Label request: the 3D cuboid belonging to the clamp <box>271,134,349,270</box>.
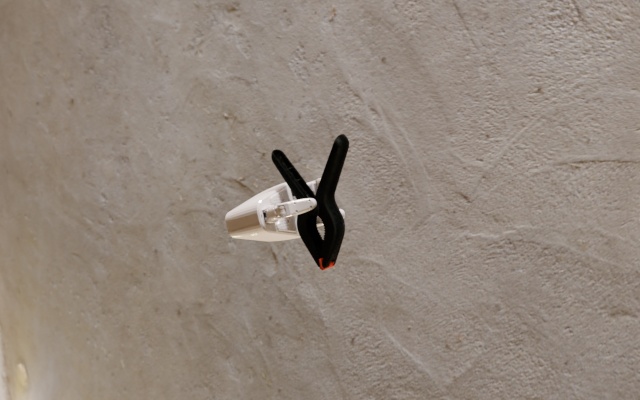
[{"bbox_3d":[0.000,0.003,0.745,0.036,0.210,0.164,-13,-2,-43],"label":"clamp"}]
